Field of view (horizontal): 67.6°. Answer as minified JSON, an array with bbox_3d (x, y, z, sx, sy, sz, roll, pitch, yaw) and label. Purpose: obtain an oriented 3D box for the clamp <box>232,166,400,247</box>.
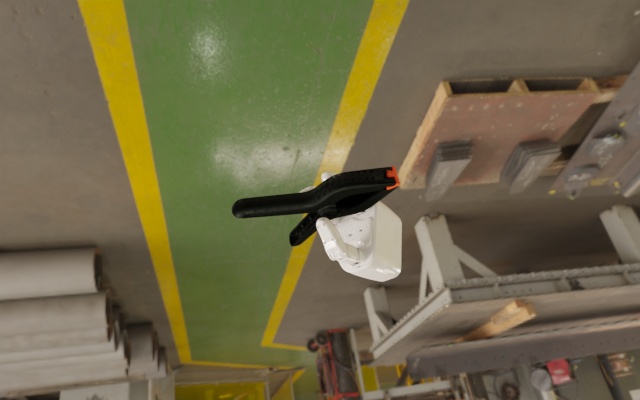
[{"bbox_3d":[0.001,0.003,0.632,0.210,0.036,0.164,-25,-28,24],"label":"clamp"}]
